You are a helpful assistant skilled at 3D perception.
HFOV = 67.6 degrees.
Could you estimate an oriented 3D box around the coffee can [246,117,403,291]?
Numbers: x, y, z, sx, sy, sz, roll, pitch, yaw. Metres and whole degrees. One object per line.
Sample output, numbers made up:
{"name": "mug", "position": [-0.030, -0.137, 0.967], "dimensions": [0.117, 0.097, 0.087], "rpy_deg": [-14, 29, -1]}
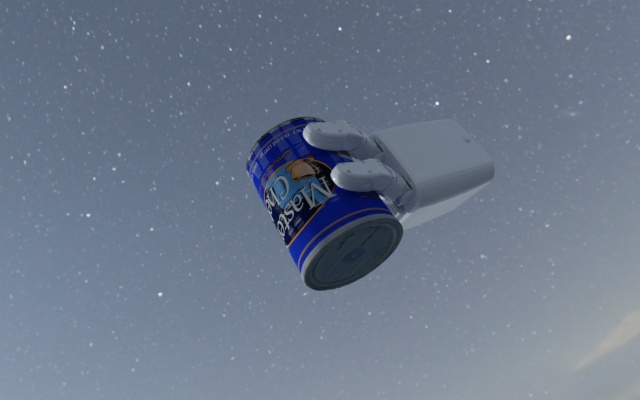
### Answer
{"name": "coffee can", "position": [0.000, 0.002, 0.469], "dimensions": [0.103, 0.140, 0.103], "rpy_deg": [-22, -34, -15]}
